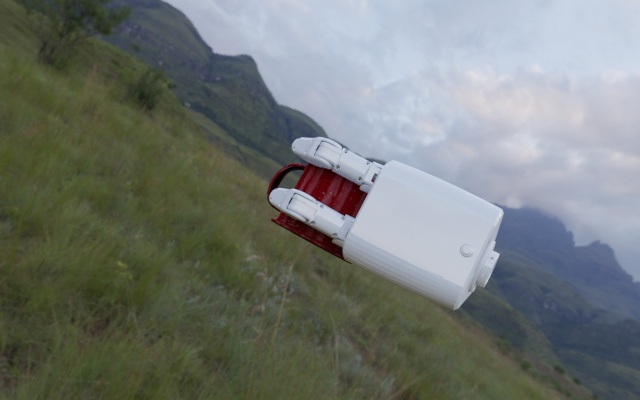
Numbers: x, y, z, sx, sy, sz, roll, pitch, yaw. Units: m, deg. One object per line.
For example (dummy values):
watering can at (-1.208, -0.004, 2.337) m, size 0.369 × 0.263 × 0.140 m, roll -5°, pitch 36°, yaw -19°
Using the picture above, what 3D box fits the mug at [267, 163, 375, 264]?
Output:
mug at (-0.001, 0.001, 0.484) m, size 0.117 × 0.081 × 0.093 m, roll 26°, pitch -6°, yaw 23°
